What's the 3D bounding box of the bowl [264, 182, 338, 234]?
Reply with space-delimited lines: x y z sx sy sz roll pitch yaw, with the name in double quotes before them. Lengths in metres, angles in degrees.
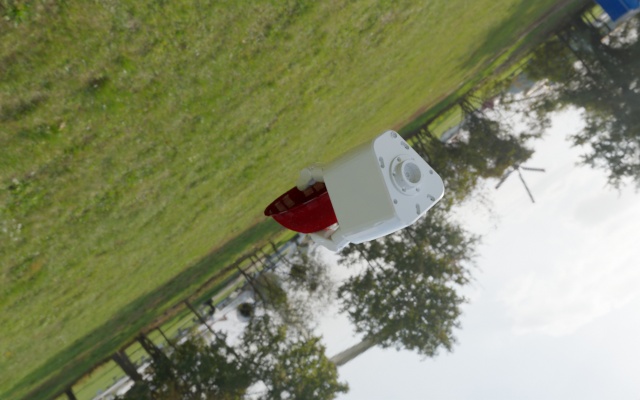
"bowl" 0.000 0.003 0.702 0.162 0.055 0.162 -26 12 6
